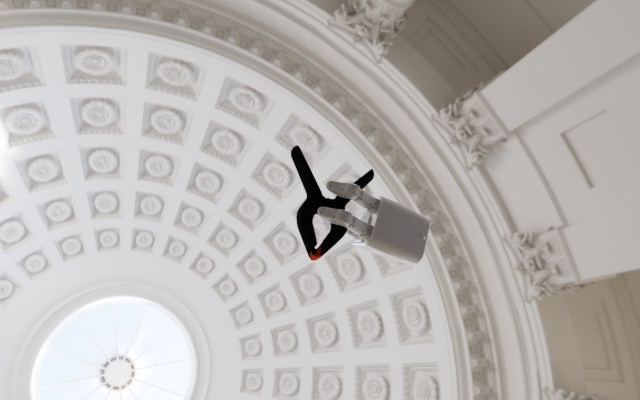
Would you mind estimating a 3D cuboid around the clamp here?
[{"bbox_3d":[0.000,0.004,0.861,0.164,0.210,0.036,22,-26,-8],"label":"clamp"}]
